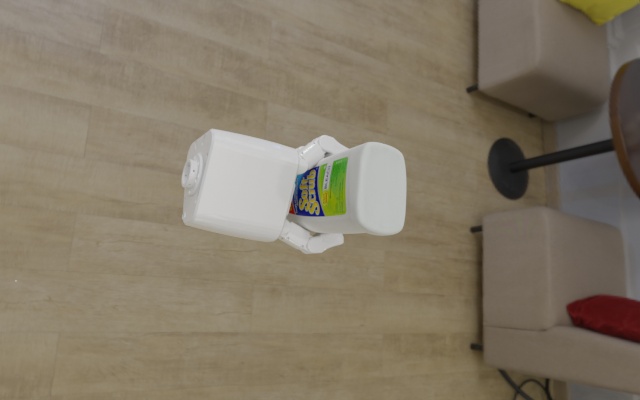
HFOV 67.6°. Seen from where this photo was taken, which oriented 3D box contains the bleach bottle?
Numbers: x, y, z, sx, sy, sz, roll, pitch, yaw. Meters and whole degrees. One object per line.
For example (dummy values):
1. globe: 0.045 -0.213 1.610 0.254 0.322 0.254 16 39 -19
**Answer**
1. bleach bottle: 0.000 0.002 0.603 0.068 0.102 0.251 12 -14 -31
